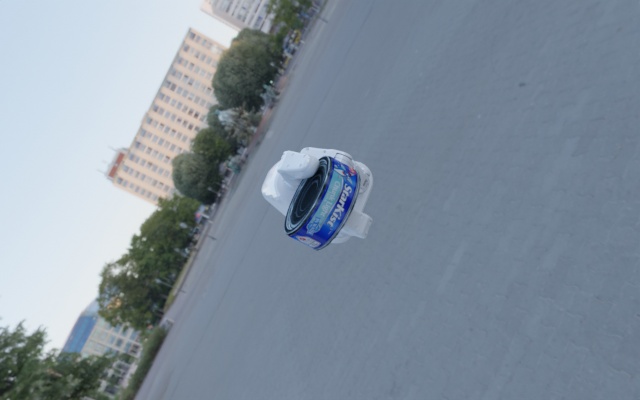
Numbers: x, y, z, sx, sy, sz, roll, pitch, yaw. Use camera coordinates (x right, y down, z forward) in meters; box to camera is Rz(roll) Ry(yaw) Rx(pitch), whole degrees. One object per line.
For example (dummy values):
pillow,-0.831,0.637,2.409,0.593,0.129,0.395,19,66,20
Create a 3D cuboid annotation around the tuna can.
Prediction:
tuna can,0.000,0.001,0.450,0.034,0.086,0.086,28,-9,-17
